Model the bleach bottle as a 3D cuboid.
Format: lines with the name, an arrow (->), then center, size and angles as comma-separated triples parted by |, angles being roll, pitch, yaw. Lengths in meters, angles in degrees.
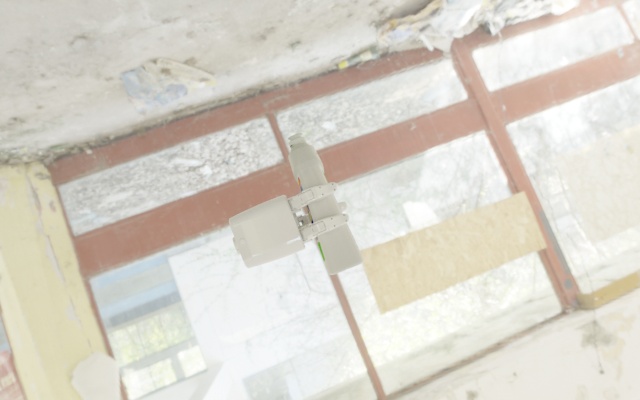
bleach bottle -> 0.000, 0.003, 0.844 | 0.068, 0.251, 0.102 | -21, -6, -3
